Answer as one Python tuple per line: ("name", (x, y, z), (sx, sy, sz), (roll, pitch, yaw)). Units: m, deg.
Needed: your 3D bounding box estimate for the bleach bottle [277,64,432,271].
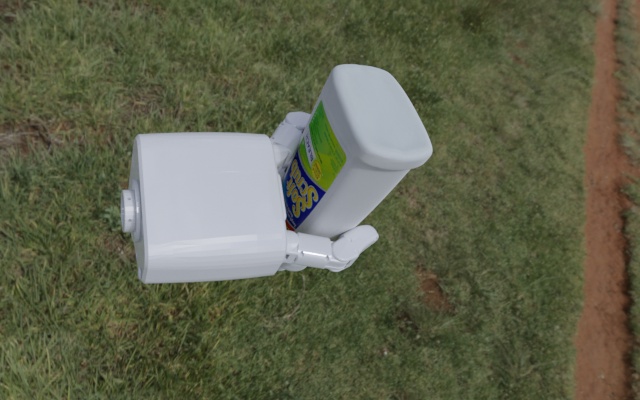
("bleach bottle", (0.000, 0.001, 0.445), (0.068, 0.102, 0.251), (-1, -35, -27))
